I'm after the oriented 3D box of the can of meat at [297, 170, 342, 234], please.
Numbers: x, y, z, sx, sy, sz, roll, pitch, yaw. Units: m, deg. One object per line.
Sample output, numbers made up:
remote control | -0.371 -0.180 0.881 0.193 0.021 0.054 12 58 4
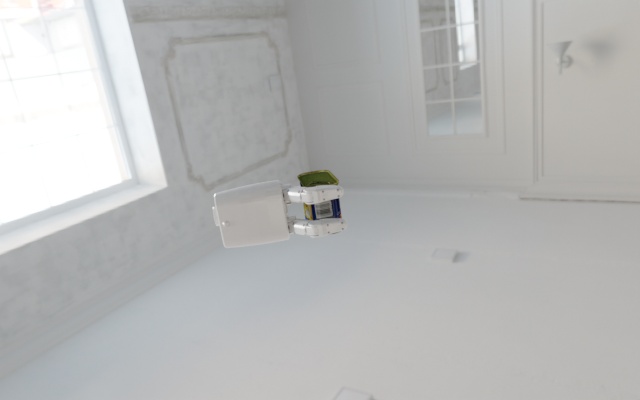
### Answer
can of meat | 0.000 0.003 0.795 0.057 0.084 0.102 -11 18 -9
